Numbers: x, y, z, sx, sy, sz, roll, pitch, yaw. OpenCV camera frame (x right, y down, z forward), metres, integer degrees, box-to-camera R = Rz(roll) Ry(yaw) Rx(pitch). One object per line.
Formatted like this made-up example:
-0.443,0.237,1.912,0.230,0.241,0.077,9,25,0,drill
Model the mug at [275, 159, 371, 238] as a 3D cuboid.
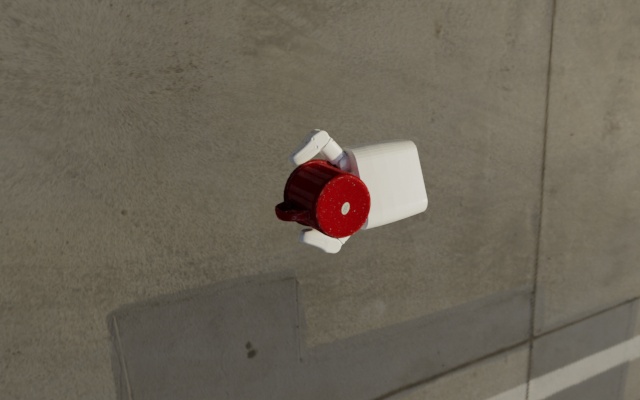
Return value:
-0.001,0.002,0.601,0.117,0.093,0.081,-14,19,-23,mug
